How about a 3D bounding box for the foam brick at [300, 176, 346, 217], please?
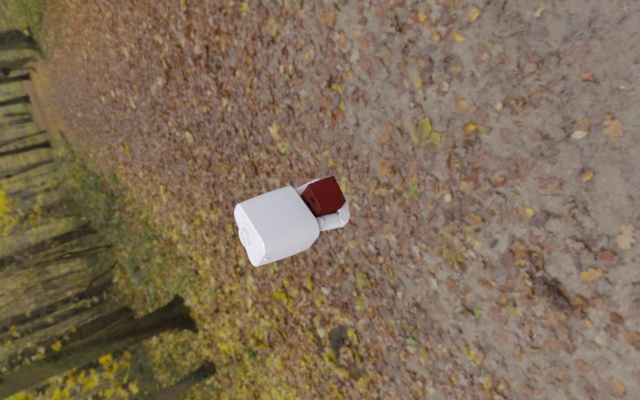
[{"bbox_3d":[0.000,0.002,0.833,0.051,0.053,0.078,-18,-19,-28],"label":"foam brick"}]
